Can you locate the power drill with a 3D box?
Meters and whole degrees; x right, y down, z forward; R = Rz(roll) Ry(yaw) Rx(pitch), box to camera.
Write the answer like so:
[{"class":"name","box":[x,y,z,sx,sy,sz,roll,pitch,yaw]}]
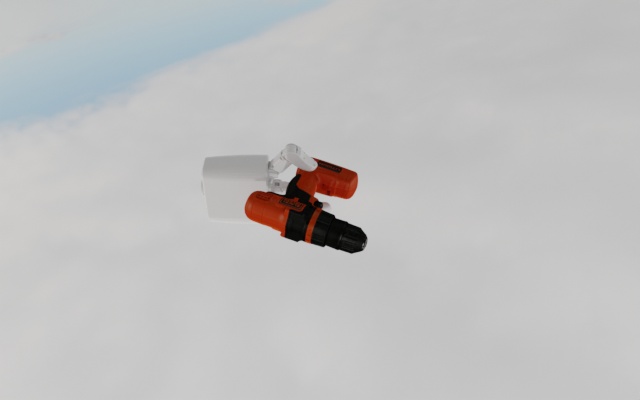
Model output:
[{"class":"power drill","box":[0.000,0.002,0.739,0.184,0.057,0.187,20,29,10]}]
